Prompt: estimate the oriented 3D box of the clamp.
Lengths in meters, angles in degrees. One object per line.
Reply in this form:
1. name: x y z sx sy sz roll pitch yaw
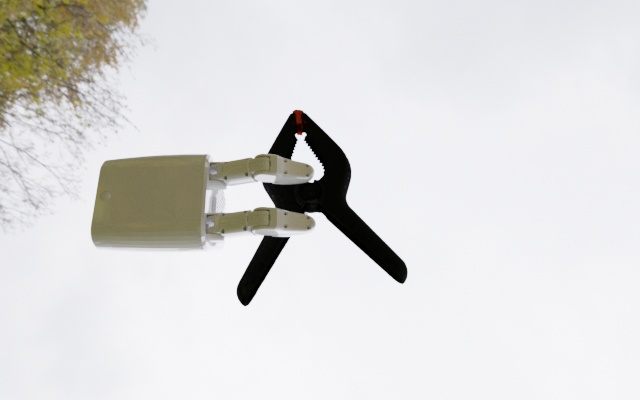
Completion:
1. clamp: 0.000 0.001 0.491 0.164 0.210 0.036 0 -23 -3
